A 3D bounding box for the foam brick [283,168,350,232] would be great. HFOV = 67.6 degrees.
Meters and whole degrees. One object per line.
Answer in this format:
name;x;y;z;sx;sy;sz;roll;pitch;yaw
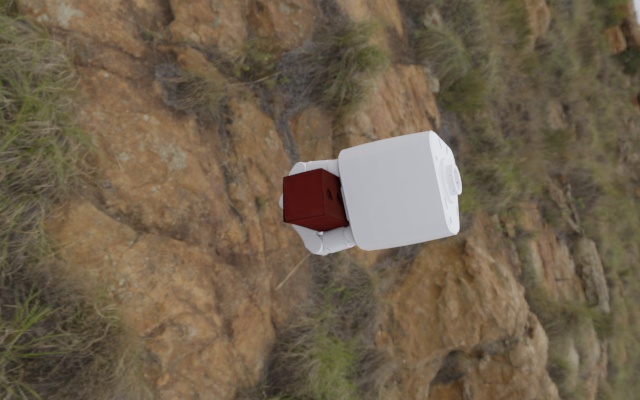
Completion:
foam brick;0.000;0.002;0.533;0.051;0.053;0.078;-11;-16;28
